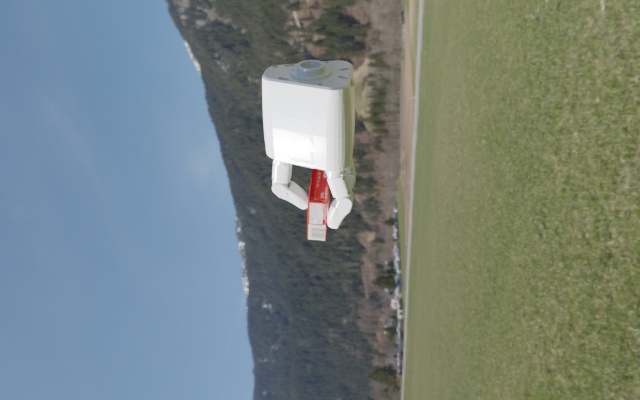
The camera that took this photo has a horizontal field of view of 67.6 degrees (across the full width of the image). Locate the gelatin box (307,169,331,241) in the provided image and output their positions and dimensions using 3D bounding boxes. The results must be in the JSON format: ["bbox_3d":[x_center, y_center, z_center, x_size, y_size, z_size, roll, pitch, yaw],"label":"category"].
[{"bbox_3d":[0.000,0.002,0.675,0.030,0.073,0.089,6,-41,2],"label":"gelatin box"}]
